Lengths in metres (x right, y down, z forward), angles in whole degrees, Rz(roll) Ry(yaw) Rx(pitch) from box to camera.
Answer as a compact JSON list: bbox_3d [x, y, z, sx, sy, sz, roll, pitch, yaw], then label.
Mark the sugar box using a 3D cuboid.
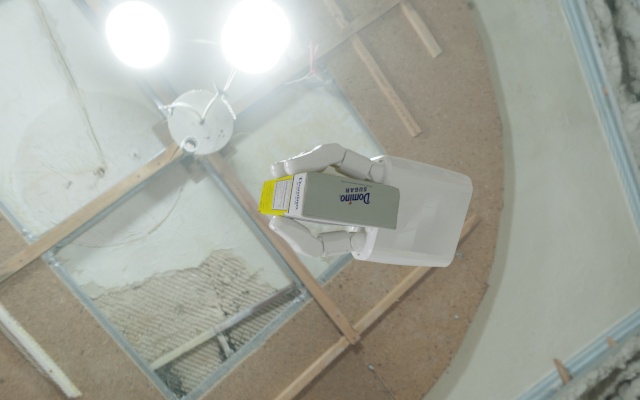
[{"bbox_3d":[0.000,0.001,0.495,0.093,0.048,0.176,9,-6,-19],"label":"sugar box"}]
